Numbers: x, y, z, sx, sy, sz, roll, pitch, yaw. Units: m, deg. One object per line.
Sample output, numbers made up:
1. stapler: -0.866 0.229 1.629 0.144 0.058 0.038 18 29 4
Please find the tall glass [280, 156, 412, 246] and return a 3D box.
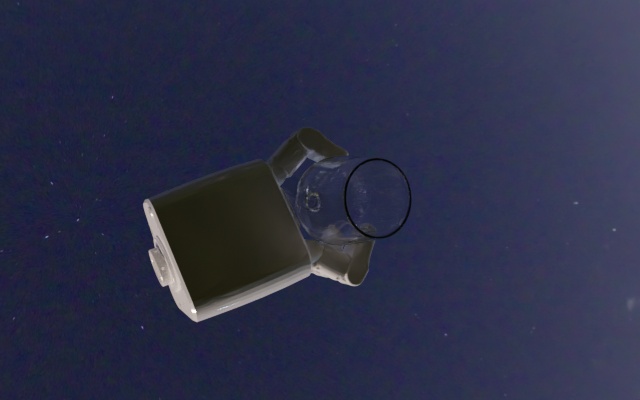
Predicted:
1. tall glass: 0.000 0.001 0.450 0.079 0.079 0.201 0 -2 -27
